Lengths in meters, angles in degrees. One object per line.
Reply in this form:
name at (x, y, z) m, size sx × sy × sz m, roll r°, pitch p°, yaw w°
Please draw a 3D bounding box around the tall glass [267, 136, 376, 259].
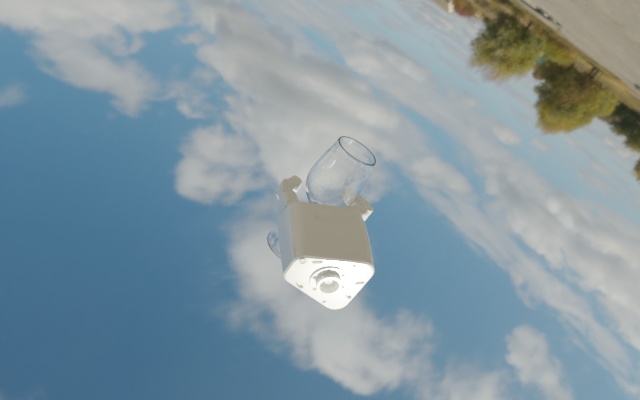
tall glass at (0.000, 0.003, 0.702) m, size 0.079 × 0.201 × 0.079 m, roll 26°, pitch 30°, yaw -16°
